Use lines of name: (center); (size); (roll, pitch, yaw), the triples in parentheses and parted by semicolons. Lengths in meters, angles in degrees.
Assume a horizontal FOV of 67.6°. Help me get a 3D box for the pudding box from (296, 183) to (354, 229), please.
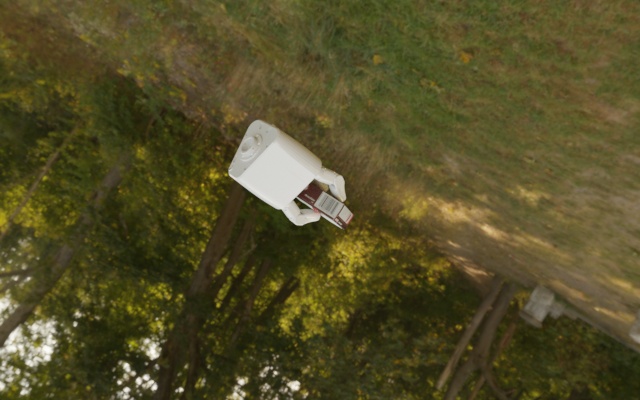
pudding box: (0.000, 0.003, 0.884); (0.113, 0.039, 0.090); (35, -2, 21)
